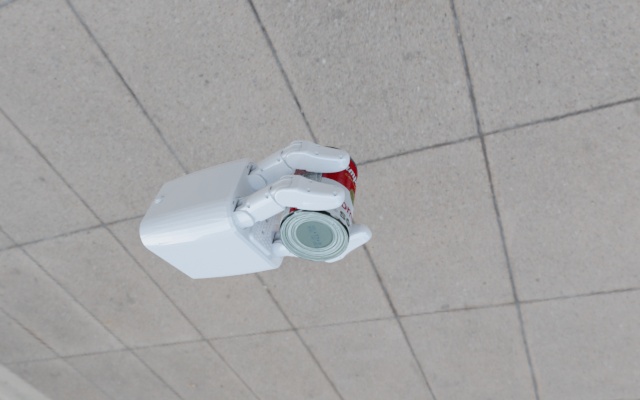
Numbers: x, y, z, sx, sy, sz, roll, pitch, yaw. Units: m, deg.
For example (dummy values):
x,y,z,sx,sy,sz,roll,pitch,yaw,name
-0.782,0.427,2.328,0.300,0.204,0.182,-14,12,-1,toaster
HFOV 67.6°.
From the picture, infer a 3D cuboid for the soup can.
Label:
x,y,z,sx,sy,sz,roll,pitch,yaw,name
0.001,0.002,0.478,0.068,0.069,0.102,0,40,10,soup can
